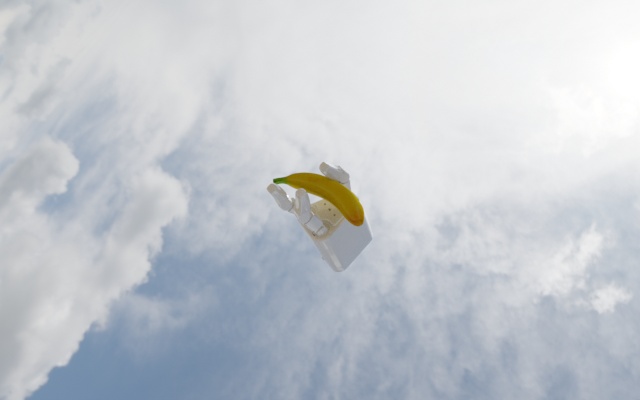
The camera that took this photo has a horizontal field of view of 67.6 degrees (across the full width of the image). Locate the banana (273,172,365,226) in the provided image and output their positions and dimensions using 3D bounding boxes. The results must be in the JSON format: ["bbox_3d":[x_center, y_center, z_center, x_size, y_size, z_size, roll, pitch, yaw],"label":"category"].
[{"bbox_3d":[0.010,-0.008,0.793,0.197,0.037,0.069,24,49,38],"label":"banana"}]
